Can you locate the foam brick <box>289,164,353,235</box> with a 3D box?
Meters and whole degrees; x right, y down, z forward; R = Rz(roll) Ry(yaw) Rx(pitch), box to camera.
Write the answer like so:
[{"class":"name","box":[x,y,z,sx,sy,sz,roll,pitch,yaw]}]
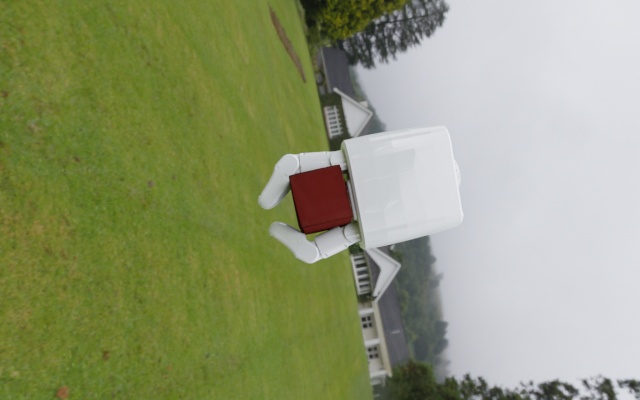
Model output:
[{"class":"foam brick","box":[0.000,0.002,0.476,0.051,0.053,0.078,-12,-8,-2]}]
